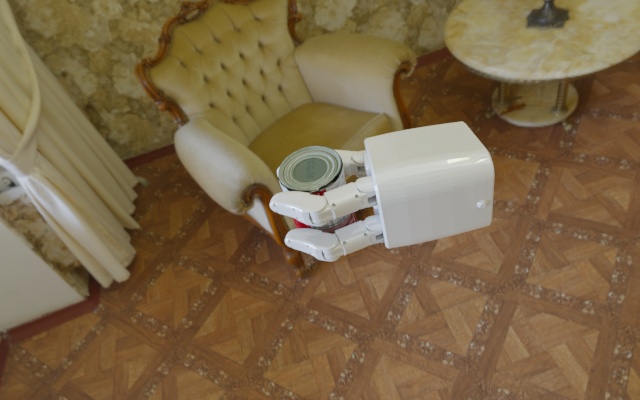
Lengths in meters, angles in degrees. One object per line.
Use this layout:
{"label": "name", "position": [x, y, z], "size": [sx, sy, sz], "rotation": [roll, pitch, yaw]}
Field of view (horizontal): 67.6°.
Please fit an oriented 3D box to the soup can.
{"label": "soup can", "position": [0.000, 0.001, 0.506], "size": [0.068, 0.068, 0.102], "rotation": [0, -43, 17]}
